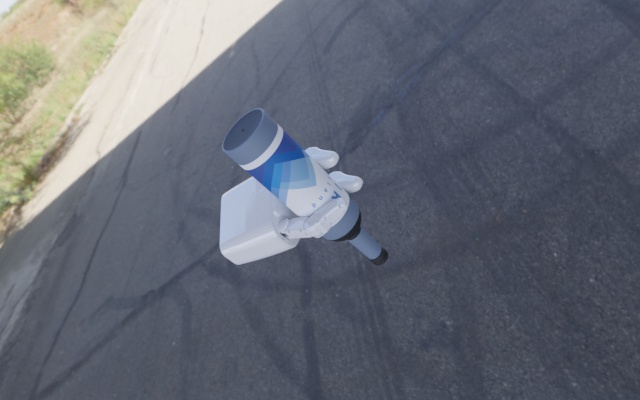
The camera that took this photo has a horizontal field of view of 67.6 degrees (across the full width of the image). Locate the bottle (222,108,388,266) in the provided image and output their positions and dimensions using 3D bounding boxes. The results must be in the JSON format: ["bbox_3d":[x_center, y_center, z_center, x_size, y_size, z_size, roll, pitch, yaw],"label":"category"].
[{"bbox_3d":[0.000,0.002,0.631,0.069,0.069,0.296,0,-35,48],"label":"bottle"}]
